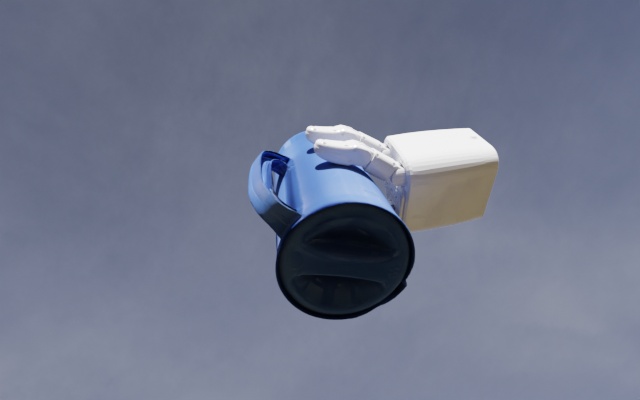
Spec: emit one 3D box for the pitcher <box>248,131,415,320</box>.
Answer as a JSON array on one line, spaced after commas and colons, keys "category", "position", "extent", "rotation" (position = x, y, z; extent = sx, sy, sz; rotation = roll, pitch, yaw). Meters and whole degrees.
[{"category": "pitcher", "position": [0.000, 0.002, 0.540], "extent": [0.145, 0.149, 0.242], "rotation": [-10, 29, -5]}]
